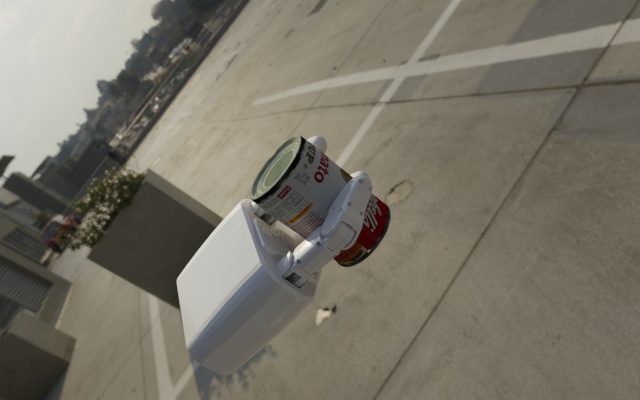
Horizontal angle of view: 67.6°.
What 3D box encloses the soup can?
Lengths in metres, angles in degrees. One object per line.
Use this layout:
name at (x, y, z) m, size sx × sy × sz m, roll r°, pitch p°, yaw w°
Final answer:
soup can at (0.000, 0.001, 0.404) m, size 0.102 × 0.068 × 0.068 m, roll 38°, pitch -16°, yaw -22°
